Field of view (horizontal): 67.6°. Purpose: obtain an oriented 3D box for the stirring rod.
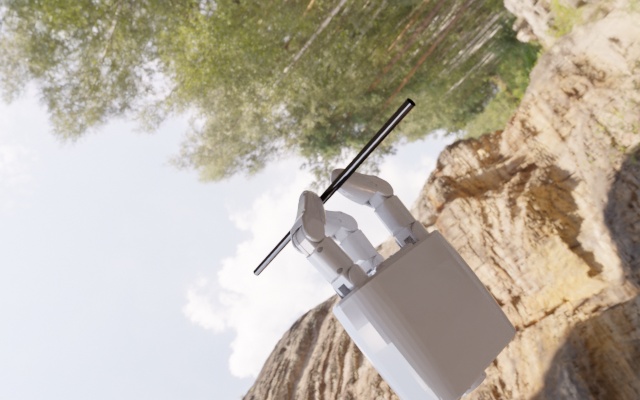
[{"bbox_3d":[0.000,0.001,0.414,0.011,0.011,0.240,0,-37,-42],"label":"stirring rod"}]
